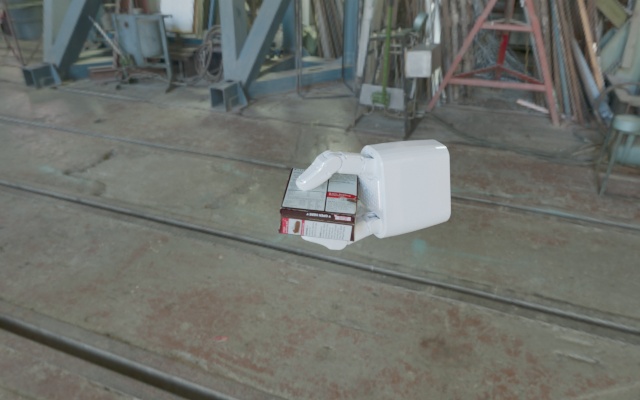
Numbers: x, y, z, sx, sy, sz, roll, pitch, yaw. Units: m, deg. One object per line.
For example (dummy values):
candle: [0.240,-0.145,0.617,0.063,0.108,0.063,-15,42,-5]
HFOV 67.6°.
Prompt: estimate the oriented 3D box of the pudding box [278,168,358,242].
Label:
pudding box: [0.000,0.002,0.584,0.090,0.039,0.113,6,27,2]
